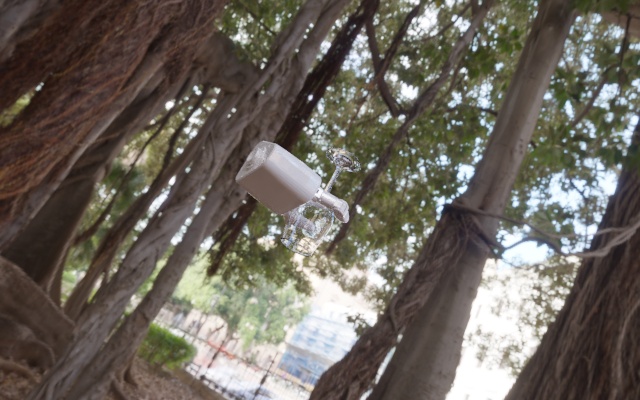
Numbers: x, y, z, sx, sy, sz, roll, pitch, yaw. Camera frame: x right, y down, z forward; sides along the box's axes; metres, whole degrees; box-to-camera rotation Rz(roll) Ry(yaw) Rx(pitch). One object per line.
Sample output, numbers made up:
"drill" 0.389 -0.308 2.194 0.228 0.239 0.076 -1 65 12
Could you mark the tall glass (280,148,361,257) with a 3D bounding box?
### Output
"tall glass" 0.001 0.002 0.882 0.079 0.201 0.079 25 -21 10
